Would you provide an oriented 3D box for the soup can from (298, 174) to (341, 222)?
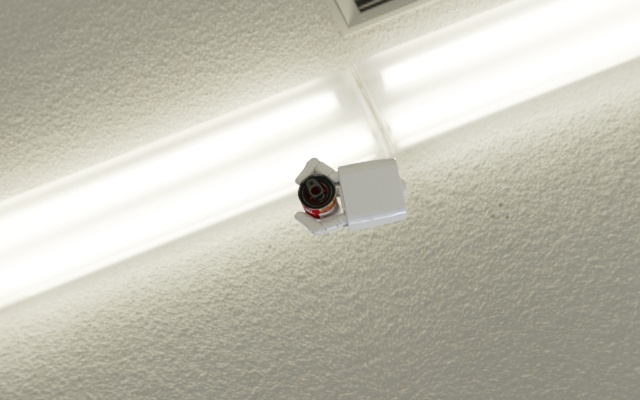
[{"bbox_3d":[0.000,0.003,0.876,0.068,0.068,0.102,0,-22,8],"label":"soup can"}]
